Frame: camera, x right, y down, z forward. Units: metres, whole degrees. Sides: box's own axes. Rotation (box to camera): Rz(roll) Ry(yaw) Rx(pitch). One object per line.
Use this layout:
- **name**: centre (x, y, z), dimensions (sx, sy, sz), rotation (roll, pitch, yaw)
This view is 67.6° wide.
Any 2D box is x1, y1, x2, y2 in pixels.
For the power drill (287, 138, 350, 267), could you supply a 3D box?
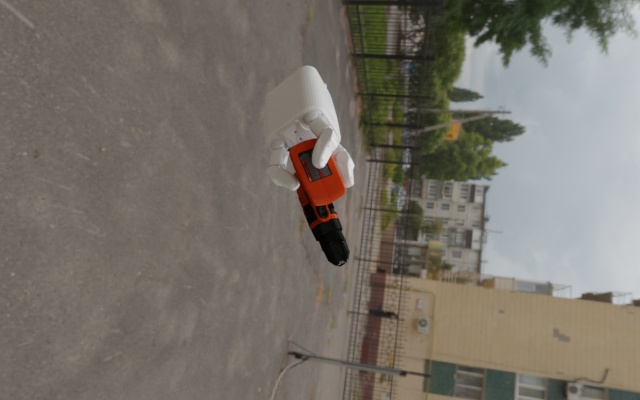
- **power drill**: centre (0.000, 0.002, 0.753), dimensions (0.057, 0.184, 0.188), rotation (-22, -20, -10)
